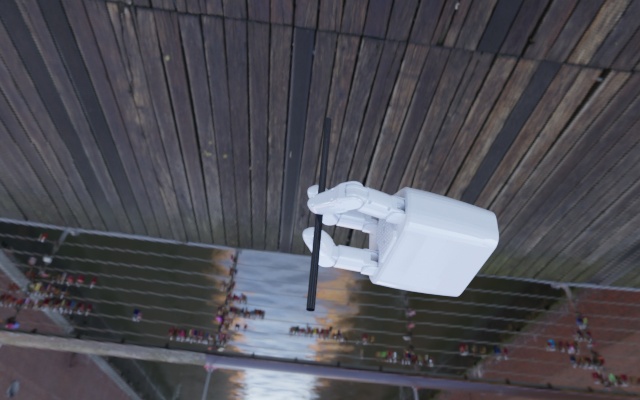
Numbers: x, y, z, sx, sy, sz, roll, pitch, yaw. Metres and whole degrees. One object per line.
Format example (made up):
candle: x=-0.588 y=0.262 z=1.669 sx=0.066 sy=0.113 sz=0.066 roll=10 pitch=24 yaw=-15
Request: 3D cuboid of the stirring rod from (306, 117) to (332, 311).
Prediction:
stirring rod: x=0.000 y=0.002 z=0.506 sx=0.011 sy=0.239 sz=0.011 roll=4 pitch=-34 yaw=3
